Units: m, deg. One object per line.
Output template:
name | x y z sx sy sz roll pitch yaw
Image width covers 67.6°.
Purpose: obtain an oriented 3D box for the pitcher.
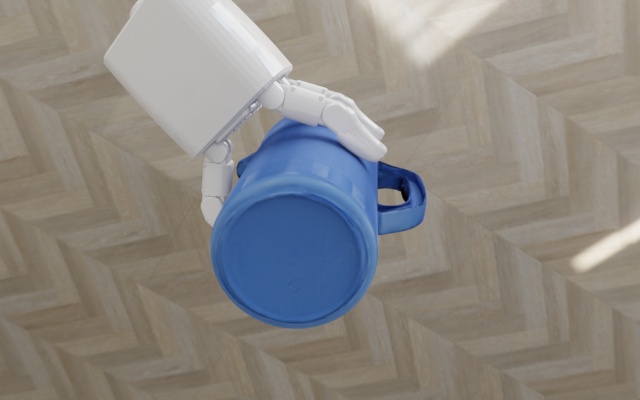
pitcher | 0.000 0.001 0.409 0.149 0.145 0.242 -39 12 14
